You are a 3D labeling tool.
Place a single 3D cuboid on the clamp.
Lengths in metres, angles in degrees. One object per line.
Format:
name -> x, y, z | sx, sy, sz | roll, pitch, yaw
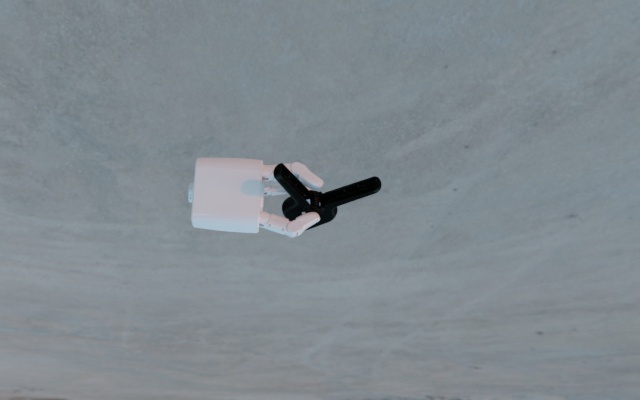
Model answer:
clamp -> 0.000, 0.004, 0.784 | 0.164, 0.036, 0.210 | 5, -25, -7
